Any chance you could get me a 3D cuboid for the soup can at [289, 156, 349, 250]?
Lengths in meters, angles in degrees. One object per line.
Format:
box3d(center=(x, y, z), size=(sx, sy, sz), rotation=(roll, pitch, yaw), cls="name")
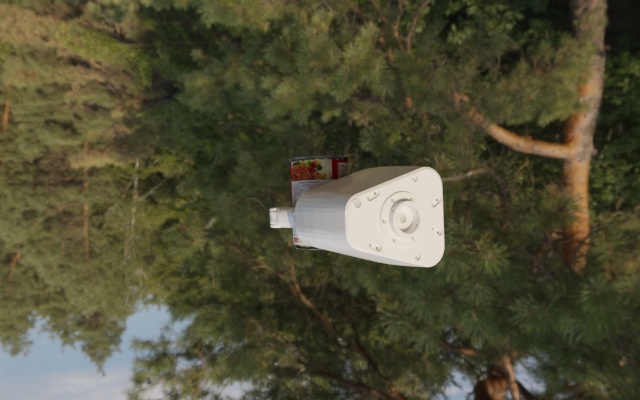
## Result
box3d(center=(0.000, 0.002, 0.550), size=(0.068, 0.102, 0.068), rotation=(-2, 1, 0), cls="soup can")
